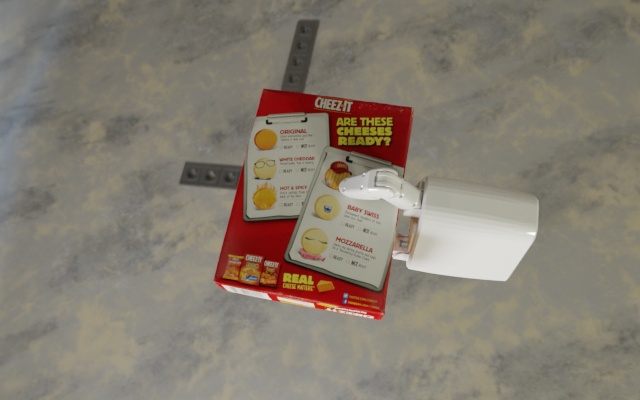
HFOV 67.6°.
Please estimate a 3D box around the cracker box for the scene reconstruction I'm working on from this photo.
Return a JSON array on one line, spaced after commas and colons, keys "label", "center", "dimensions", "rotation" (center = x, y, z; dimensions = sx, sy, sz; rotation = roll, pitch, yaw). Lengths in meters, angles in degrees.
[{"label": "cracker box", "center": [0.000, 0.002, 0.496], "dimensions": [0.164, 0.213, 0.072], "rotation": [9, -18, 7]}]
